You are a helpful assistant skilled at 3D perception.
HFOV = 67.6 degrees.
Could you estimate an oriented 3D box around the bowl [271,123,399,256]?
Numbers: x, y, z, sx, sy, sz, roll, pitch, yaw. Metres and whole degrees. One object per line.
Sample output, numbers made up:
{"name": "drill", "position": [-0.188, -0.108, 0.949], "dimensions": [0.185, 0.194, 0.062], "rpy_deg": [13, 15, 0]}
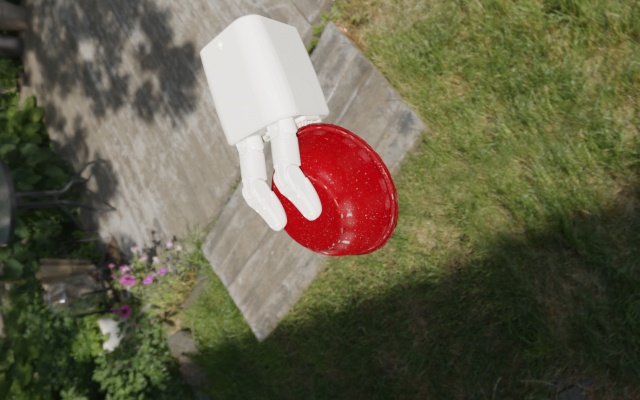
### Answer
{"name": "bowl", "position": [0.001, 0.003, 0.515], "dimensions": [0.162, 0.162, 0.055], "rpy_deg": [0, 25, 39]}
